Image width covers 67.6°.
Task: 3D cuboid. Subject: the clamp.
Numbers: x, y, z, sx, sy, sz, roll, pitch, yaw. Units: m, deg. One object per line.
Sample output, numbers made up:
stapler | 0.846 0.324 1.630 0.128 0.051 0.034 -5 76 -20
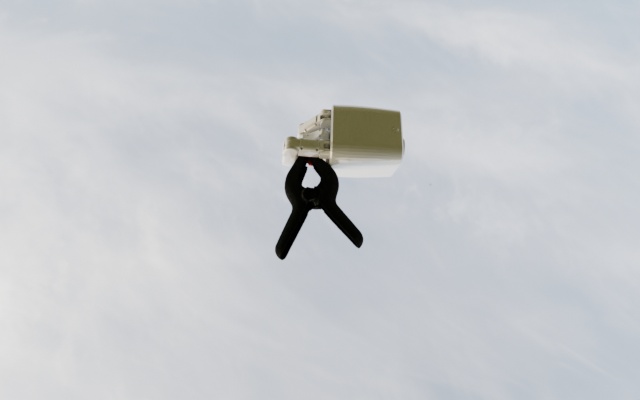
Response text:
clamp | 0.000 0.002 0.679 0.120 0.171 0.039 1 -24 2
